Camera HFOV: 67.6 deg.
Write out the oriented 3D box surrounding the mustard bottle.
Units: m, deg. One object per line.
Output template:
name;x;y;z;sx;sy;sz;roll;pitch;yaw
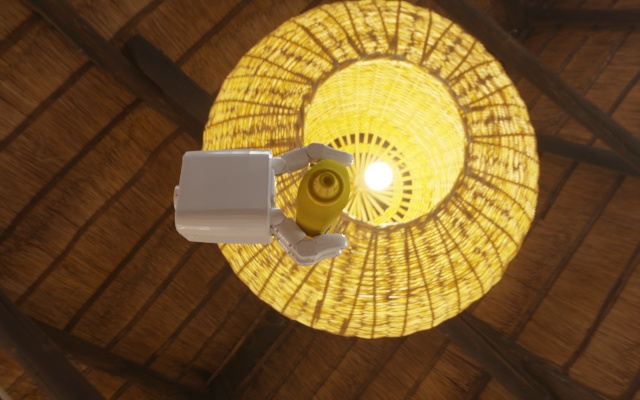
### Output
mustard bottle;0.000;0.002;0.584;0.058;0.096;0.192;24;-14;3
